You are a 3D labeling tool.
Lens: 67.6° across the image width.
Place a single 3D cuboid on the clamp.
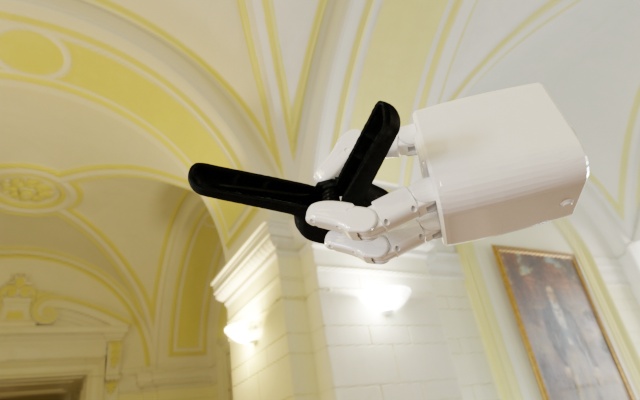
[{"bbox_3d":[0.000,0.001,0.415,0.164,0.036,0.210,-11,-29,12],"label":"clamp"}]
